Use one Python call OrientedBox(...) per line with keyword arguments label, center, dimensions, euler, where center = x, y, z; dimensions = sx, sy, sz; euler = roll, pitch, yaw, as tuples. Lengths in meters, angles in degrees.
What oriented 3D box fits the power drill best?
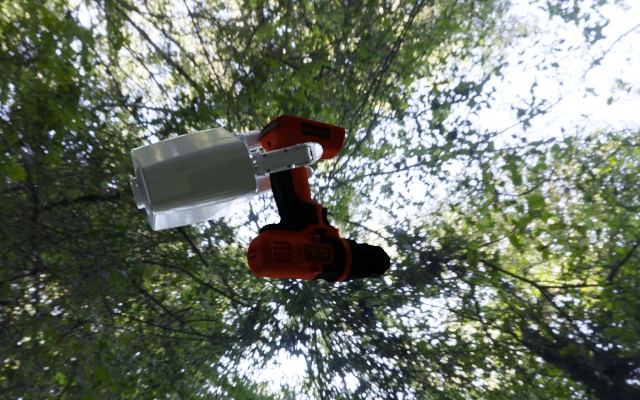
OrientedBox(label="power drill", center=(0.000, 0.001, 0.559), dimensions=(0.184, 0.187, 0.057), euler=(8, -23, -35))
